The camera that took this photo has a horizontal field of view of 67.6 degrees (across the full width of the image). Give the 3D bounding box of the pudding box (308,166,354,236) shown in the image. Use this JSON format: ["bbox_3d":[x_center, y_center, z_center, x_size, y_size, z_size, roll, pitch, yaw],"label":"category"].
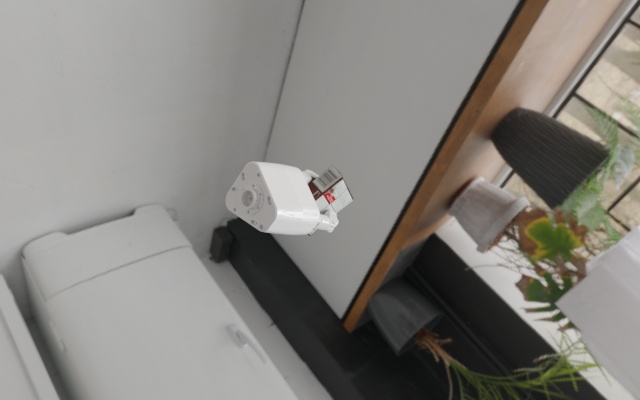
[{"bbox_3d":[0.000,0.003,0.867,0.113,0.039,0.090,-38,-31,-4],"label":"pudding box"}]
